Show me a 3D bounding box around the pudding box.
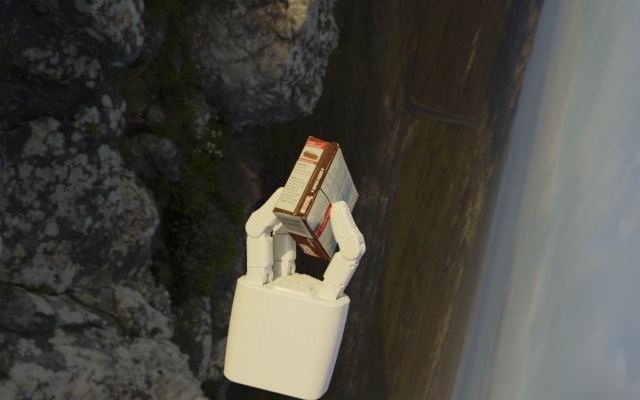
[{"bbox_3d":[0.000,0.002,0.505,0.039,0.090,0.113,16,-22,21],"label":"pudding box"}]
